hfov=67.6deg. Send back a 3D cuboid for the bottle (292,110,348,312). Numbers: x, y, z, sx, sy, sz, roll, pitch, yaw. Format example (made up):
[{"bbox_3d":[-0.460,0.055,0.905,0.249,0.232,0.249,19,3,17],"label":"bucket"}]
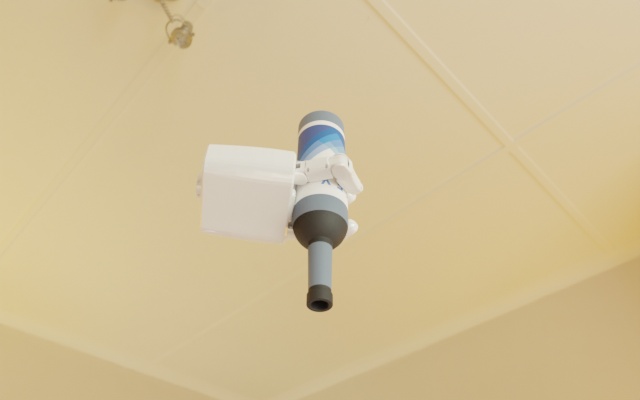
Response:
[{"bbox_3d":[0.000,0.002,0.589,0.069,0.295,0.069,0,-44,0],"label":"bottle"}]
